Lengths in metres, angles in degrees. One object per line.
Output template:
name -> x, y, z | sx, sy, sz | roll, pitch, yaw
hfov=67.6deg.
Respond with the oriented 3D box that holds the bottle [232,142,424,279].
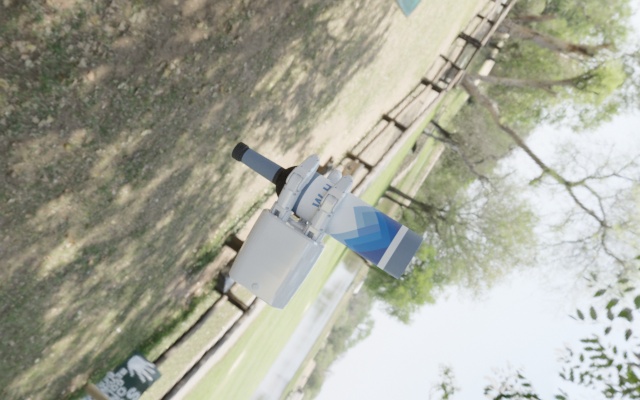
bottle -> 0.000, 0.002, 0.674 | 0.295, 0.069, 0.069 | 32, 6, 10
